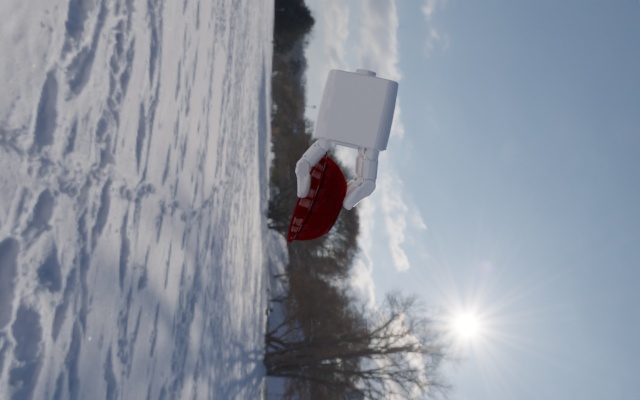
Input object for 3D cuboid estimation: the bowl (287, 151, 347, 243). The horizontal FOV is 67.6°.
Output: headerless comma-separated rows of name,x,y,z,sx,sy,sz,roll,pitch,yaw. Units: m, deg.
bowl,0.000,0.004,0.780,0.055,0.162,0.162,22,-4,-10
